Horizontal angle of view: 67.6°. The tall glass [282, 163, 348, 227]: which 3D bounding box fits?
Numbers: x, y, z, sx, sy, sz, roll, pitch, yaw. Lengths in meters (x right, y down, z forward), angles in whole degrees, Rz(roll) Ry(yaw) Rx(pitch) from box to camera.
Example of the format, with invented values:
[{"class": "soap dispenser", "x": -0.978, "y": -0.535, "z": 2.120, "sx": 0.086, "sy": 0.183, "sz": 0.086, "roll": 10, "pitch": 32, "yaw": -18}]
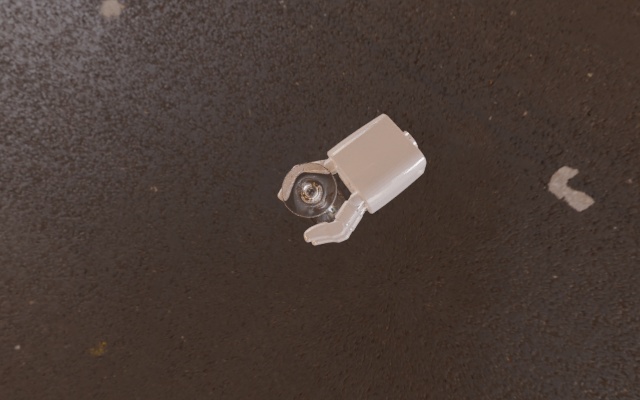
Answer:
[{"class": "tall glass", "x": 0.000, "y": 0.002, "z": 0.726, "sx": 0.079, "sy": 0.079, "sz": 0.201, "roll": 0, "pitch": -10, "yaw": 9}]
